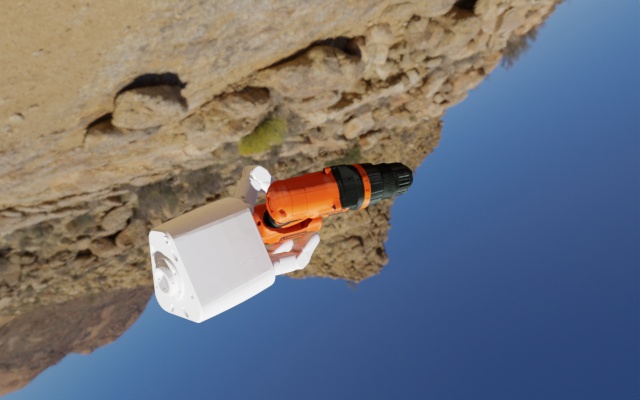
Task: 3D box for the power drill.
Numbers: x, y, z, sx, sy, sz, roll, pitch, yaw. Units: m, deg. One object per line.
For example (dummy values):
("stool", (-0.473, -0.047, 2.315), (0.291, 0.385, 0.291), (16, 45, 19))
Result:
("power drill", (0.000, 0.002, 0.599), (0.184, 0.057, 0.188), (-10, -11, -26))
